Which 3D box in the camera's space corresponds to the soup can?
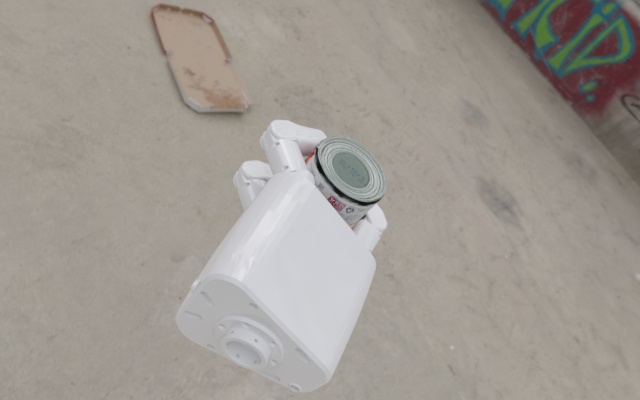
[{"bbox_3d":[0.000,0.001,0.408,0.068,0.068,0.102,0,-33,-37],"label":"soup can"}]
